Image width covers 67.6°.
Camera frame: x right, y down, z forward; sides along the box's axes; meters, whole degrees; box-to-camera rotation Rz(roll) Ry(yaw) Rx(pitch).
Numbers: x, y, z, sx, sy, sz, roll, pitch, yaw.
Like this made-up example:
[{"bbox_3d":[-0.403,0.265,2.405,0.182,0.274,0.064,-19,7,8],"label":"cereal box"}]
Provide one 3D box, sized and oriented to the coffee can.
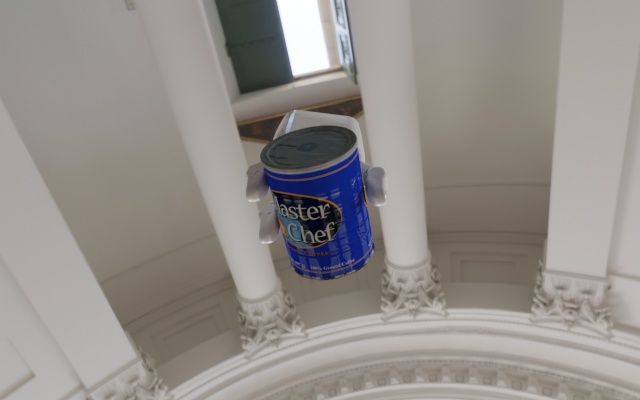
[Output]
[{"bbox_3d":[0.000,0.002,0.529,0.103,0.140,0.102,-9,30,5],"label":"coffee can"}]
